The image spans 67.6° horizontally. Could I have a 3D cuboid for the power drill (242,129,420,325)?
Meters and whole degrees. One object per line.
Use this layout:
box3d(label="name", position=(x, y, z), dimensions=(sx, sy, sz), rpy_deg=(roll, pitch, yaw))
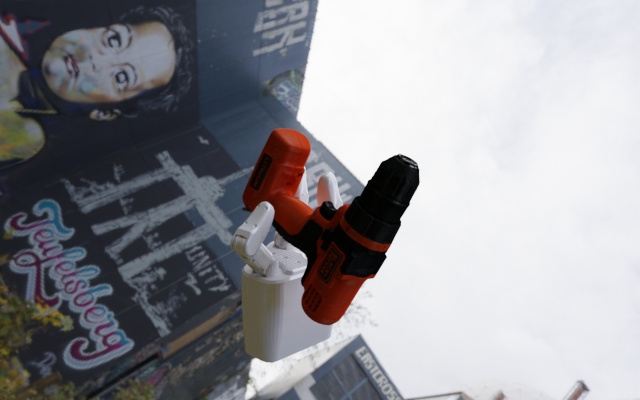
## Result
box3d(label="power drill", position=(0.000, 0.002, 0.486), dimensions=(0.057, 0.184, 0.187), rpy_deg=(10, 27, -42))
